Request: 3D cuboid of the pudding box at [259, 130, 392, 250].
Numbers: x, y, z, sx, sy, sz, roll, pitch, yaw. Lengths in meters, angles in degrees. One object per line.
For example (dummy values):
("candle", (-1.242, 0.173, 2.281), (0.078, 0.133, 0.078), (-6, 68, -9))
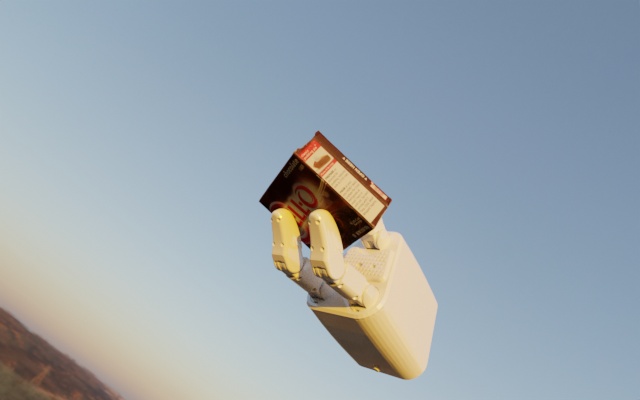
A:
("pudding box", (0.000, 0.001, 0.432), (0.039, 0.090, 0.113), (-49, 2, -33))
